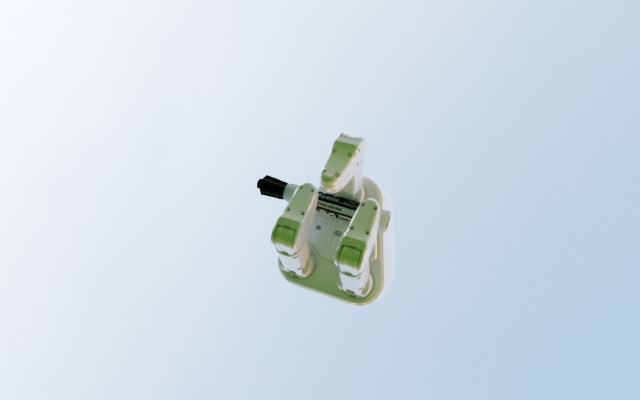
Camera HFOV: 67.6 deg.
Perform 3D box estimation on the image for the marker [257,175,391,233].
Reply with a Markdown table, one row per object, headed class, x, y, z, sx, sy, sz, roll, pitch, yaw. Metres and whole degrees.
| class | x | y | z | sx | sy | sz | roll | pitch | yaw |
| --- | --- | --- | --- | --- | --- | --- | --- | --- | --- |
| marker | 0.000 | 0.001 | 0.409 | 0.121 | 0.020 | 0.020 | 17 | 5 | 17 |
